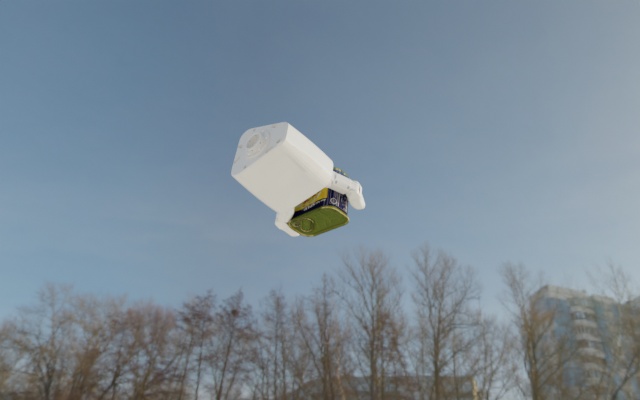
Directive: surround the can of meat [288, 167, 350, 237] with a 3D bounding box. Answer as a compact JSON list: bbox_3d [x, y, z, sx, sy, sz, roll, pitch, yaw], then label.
[{"bbox_3d":[0.000,0.002,0.788,0.102,0.084,0.057,-23,-44,37],"label":"can of meat"}]
